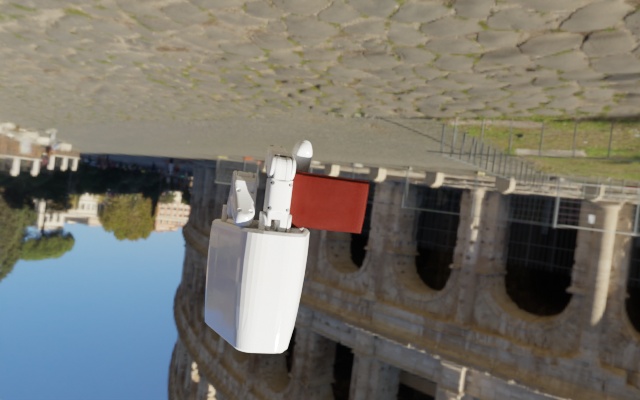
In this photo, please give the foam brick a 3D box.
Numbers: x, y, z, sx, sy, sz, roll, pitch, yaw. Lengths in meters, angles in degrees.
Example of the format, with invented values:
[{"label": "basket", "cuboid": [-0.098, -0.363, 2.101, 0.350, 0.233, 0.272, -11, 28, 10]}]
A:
[{"label": "foam brick", "cuboid": [0.000, 0.001, 0.467, 0.078, 0.051, 0.053, 7, 0, -16]}]
